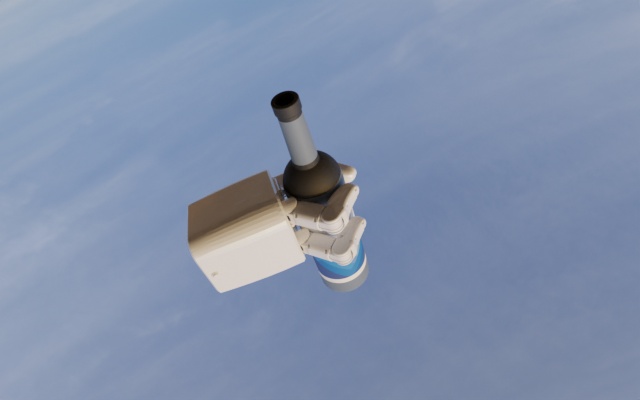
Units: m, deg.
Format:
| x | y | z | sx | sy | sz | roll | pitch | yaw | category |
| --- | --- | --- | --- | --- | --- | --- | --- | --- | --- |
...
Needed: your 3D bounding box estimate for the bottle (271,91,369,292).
| x | y | z | sx | sy | sz | roll | pitch | yaw | category |
| --- | --- | --- | --- | --- | --- | --- | --- | --- | --- |
| 0.000 | 0.002 | 0.548 | 0.069 | 0.069 | 0.296 | 0 | -40 | 17 | bottle |
